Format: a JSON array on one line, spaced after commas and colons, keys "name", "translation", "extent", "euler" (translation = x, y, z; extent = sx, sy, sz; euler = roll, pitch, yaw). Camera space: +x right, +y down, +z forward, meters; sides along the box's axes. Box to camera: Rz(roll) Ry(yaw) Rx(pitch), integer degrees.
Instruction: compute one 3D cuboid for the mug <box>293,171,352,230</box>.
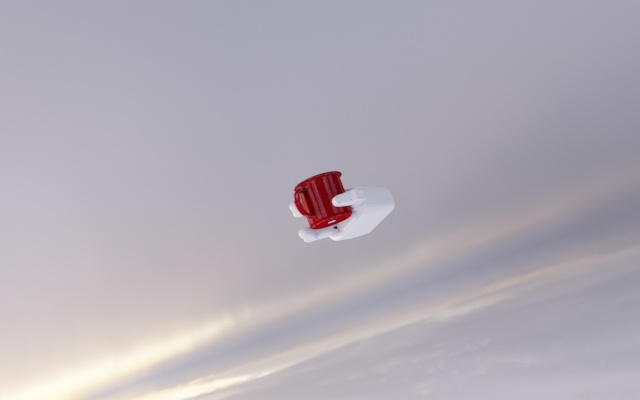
[{"name": "mug", "translation": [-0.001, 0.003, 0.860], "extent": [0.093, 0.081, 0.117], "euler": [-30, -16, 39]}]
